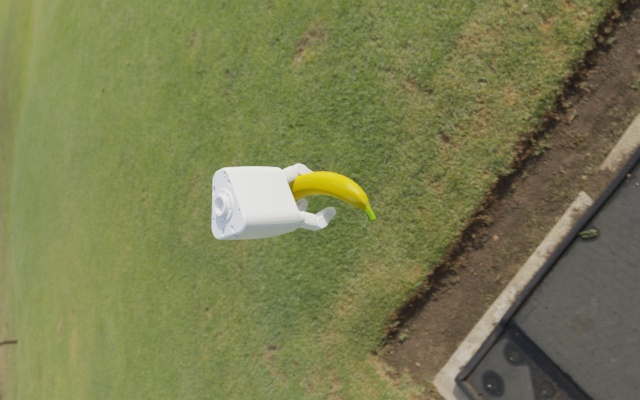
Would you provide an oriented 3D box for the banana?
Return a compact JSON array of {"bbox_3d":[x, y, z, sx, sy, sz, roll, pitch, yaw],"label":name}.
[{"bbox_3d":[0.003,-0.015,0.793,0.198,0.070,0.037,13,17,38],"label":"banana"}]
